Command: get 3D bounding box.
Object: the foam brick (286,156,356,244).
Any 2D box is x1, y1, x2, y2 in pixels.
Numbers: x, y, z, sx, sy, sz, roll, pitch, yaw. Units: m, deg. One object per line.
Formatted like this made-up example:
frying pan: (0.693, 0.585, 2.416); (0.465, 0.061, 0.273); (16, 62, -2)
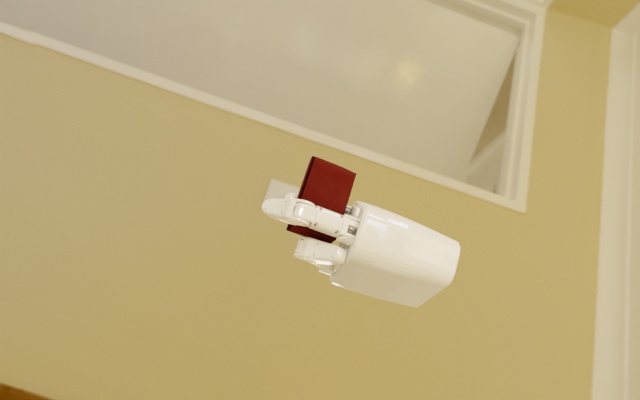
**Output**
foam brick: (0.000, 0.001, 0.518); (0.051, 0.078, 0.053); (19, -13, -4)
